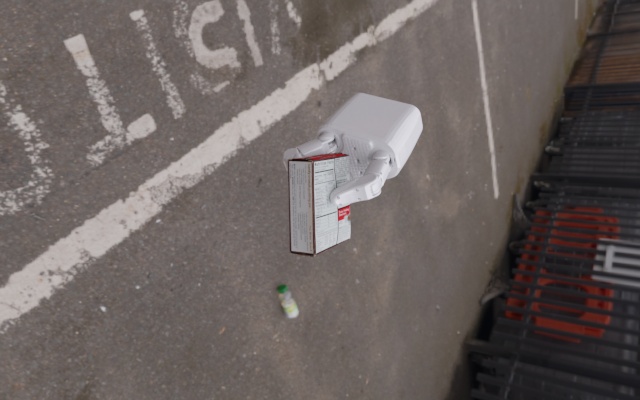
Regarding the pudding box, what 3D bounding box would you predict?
[{"bbox_3d":[0.000,0.002,0.571,0.039,0.113,0.090,3,10,32],"label":"pudding box"}]
